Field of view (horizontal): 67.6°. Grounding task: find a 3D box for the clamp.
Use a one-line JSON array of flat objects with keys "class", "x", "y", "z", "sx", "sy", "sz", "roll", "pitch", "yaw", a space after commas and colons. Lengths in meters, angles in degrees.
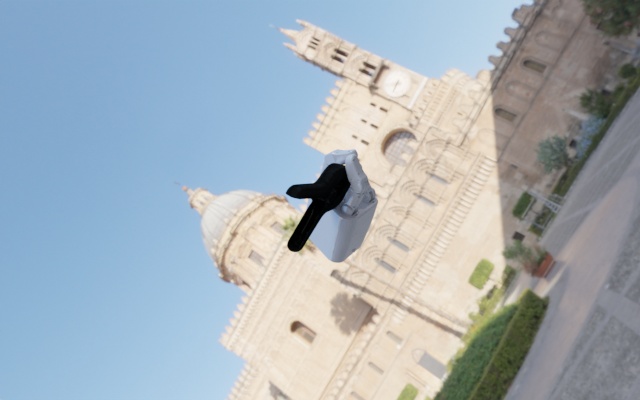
[{"class": "clamp", "x": 0.000, "y": 0.002, "z": 0.737, "sx": 0.039, "sy": 0.120, "sz": 0.171, "roll": 32, "pitch": 39, "yaw": 23}]
